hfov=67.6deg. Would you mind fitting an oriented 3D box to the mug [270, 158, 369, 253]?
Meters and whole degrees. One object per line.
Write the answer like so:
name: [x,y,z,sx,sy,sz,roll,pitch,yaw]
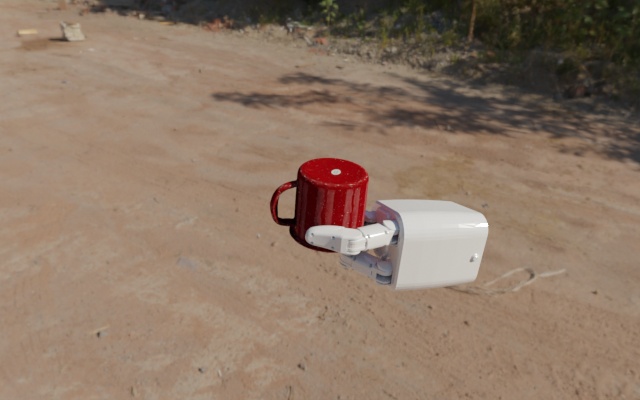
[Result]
mug: [-0.001,0.002,0.550,0.117,0.081,0.093,-1,28,-12]
